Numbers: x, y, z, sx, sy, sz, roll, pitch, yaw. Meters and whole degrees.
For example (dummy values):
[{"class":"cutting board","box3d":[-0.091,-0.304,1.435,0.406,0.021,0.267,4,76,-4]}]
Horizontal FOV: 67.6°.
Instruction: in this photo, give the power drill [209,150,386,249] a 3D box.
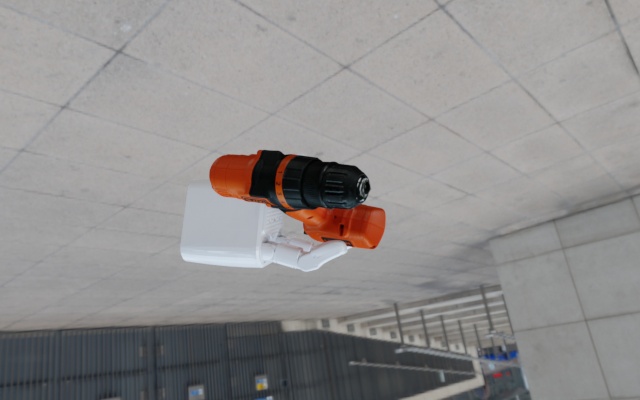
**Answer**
[{"class":"power drill","box3d":[0.000,0.002,0.518,0.184,0.057,0.188,9,-15,35]}]
